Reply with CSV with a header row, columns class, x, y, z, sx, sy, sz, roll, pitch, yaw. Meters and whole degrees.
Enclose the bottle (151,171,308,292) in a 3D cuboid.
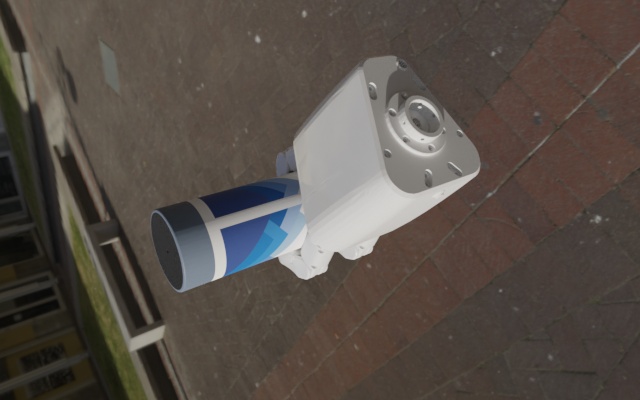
class,x,y,z,sx,sy,sz,roll,pitch,yaw
bottle,0.000,0.002,0.444,0.295,0.069,0.069,-18,10,-33
